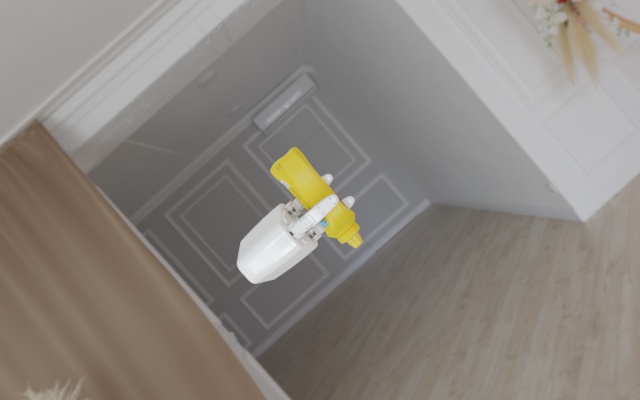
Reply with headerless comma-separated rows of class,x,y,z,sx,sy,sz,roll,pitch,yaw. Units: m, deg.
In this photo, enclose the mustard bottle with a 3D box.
mustard bottle,0.000,0.002,0.787,0.058,0.191,0.096,-42,3,-12
